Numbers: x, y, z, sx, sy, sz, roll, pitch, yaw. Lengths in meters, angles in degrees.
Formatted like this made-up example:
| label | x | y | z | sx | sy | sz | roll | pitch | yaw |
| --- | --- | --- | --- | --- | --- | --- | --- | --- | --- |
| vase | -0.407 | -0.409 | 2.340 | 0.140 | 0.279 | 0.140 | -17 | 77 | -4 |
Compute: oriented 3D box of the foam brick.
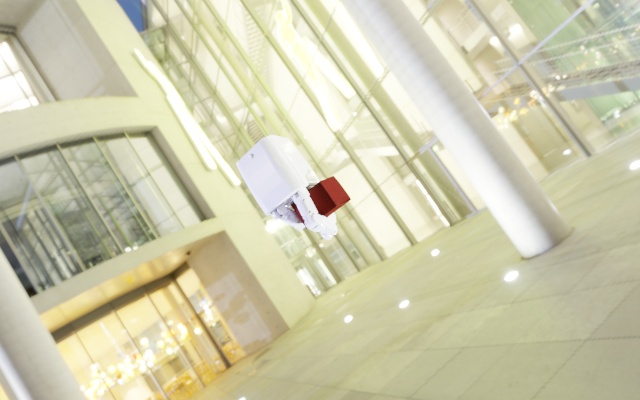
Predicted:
| label | x | y | z | sx | sy | sz | roll | pitch | yaw |
| --- | --- | --- | --- | --- | --- | --- | --- | --- | --- |
| foam brick | 0.000 | 0.003 | 0.805 | 0.078 | 0.051 | 0.053 | -38 | -8 | 32 |
